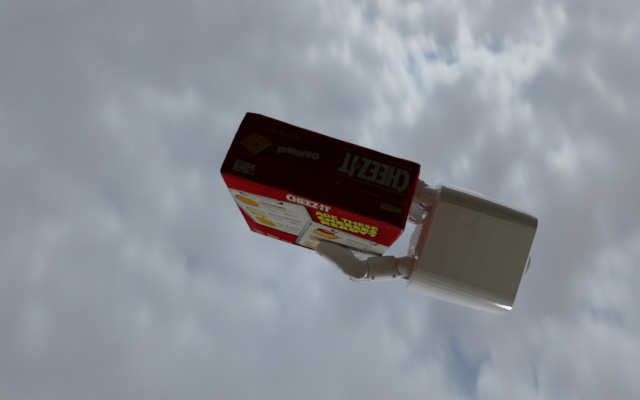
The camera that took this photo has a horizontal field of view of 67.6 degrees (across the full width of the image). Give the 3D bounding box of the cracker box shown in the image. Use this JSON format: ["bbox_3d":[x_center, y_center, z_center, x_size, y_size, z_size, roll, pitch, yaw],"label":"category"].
[{"bbox_3d":[0.000,0.002,0.504,0.164,0.072,0.214,17,-17,4],"label":"cracker box"}]
